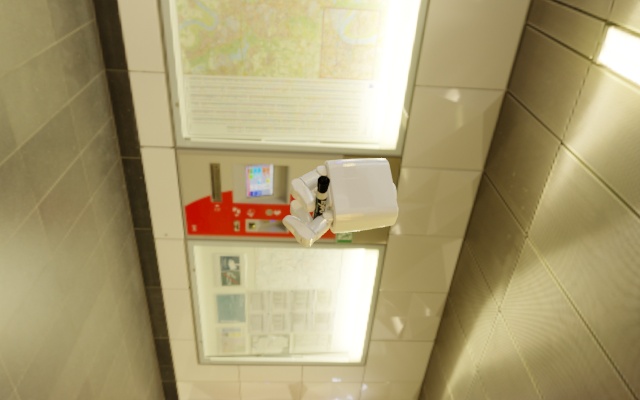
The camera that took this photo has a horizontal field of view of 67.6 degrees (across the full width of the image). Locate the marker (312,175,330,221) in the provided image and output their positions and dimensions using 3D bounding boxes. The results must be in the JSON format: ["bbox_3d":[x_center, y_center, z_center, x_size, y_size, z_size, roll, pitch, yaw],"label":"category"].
[{"bbox_3d":[0.000,0.002,0.738,0.020,0.020,0.121,0,-36,-6],"label":"marker"}]
